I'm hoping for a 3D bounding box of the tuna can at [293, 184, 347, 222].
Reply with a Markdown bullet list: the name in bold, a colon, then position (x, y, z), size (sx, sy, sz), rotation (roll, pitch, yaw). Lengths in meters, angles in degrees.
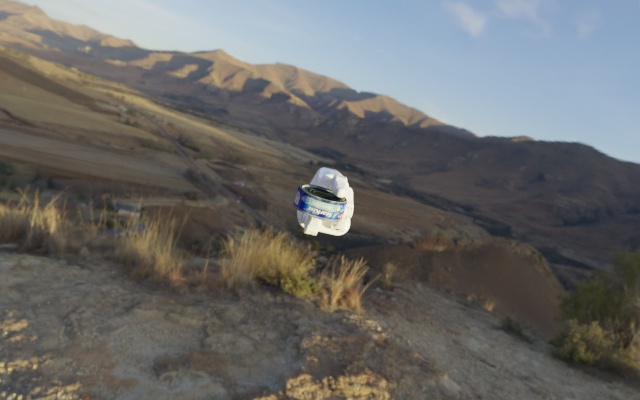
- **tuna can**: position (0.000, 0.002, 0.788), size (0.086, 0.034, 0.086), rotation (17, 14, -4)
